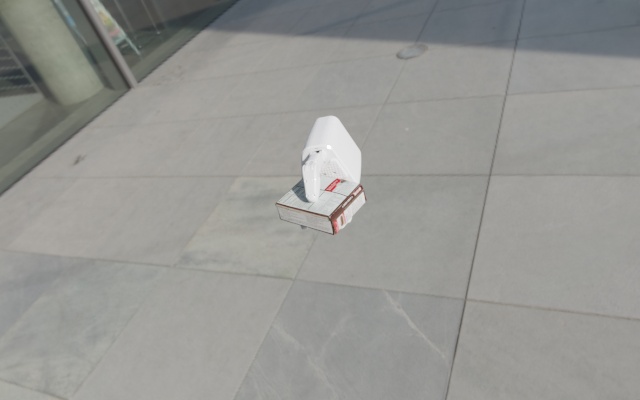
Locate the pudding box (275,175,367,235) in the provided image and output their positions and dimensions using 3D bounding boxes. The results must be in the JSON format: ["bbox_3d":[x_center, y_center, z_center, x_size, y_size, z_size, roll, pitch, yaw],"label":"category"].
[{"bbox_3d":[0.000,0.002,0.741,0.113,0.039,0.090,12,45,39],"label":"pudding box"}]
